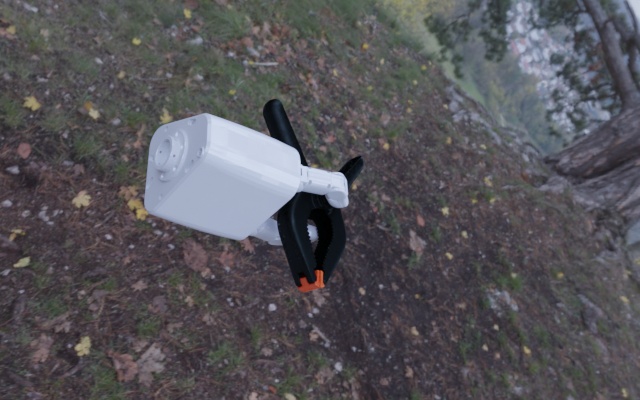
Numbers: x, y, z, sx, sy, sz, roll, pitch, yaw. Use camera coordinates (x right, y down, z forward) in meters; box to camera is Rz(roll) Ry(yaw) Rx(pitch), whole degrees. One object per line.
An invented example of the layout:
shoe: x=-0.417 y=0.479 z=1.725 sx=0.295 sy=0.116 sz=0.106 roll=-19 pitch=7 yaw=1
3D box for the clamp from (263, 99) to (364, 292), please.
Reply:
clamp: x=0.001 y=0.002 z=0.549 sx=0.036 sy=0.210 sz=0.164 roll=-23 pitch=-30 yaw=39
